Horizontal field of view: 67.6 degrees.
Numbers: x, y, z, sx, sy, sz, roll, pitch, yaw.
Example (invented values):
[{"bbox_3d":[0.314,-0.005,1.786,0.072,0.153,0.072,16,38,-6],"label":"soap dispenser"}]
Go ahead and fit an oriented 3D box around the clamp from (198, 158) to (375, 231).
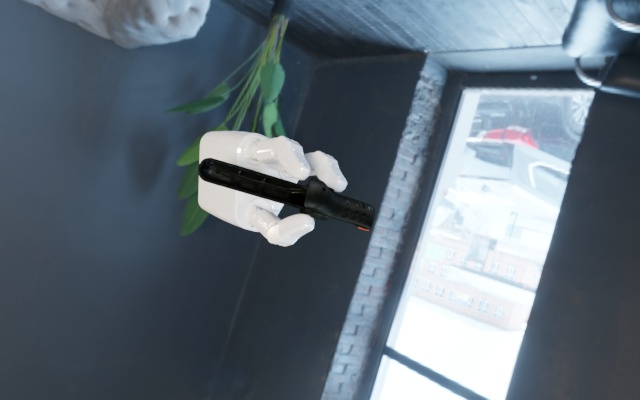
[{"bbox_3d":[0.000,0.003,0.496,0.210,0.036,0.164,19,-3,-42],"label":"clamp"}]
